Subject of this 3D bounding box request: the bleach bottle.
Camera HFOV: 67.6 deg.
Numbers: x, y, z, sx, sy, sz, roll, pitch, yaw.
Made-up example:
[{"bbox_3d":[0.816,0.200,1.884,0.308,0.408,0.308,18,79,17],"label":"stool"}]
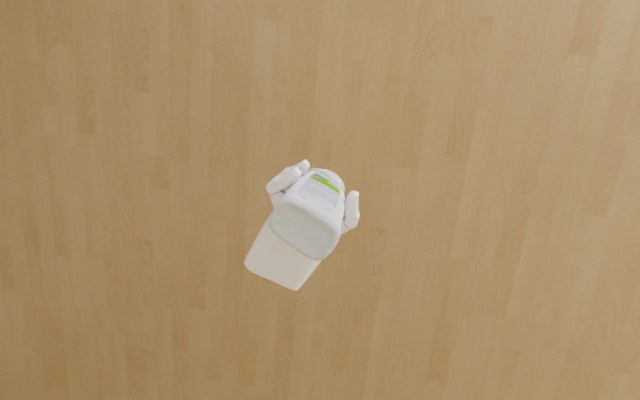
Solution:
[{"bbox_3d":[0.000,0.002,0.763,0.102,0.068,0.250,34,21,0],"label":"bleach bottle"}]
